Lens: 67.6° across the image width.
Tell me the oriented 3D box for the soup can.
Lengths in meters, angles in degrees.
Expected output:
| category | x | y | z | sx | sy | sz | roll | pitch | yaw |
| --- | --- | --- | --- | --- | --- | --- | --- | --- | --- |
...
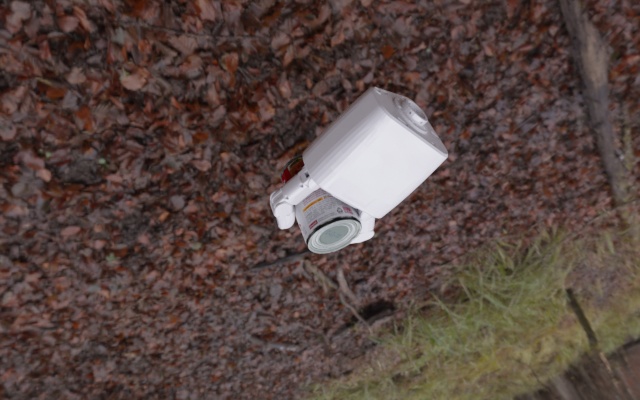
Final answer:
| category | x | y | z | sx | sy | sz | roll | pitch | yaw |
| --- | --- | --- | --- | --- | --- | --- | --- | --- | --- |
| soup can | 0.000 | 0.002 | 0.559 | 0.068 | 0.102 | 0.069 | -16 | -34 | -11 |
